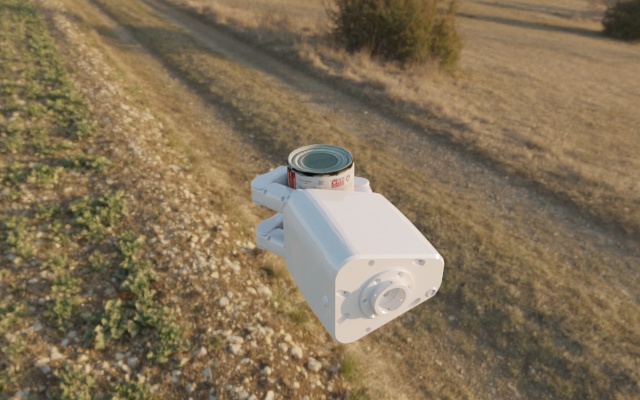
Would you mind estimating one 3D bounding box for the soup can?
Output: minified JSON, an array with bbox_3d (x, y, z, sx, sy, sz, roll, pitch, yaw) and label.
[{"bbox_3d":[0.000,0.001,0.493,0.068,0.102,0.068,-1,31,0],"label":"soup can"}]
